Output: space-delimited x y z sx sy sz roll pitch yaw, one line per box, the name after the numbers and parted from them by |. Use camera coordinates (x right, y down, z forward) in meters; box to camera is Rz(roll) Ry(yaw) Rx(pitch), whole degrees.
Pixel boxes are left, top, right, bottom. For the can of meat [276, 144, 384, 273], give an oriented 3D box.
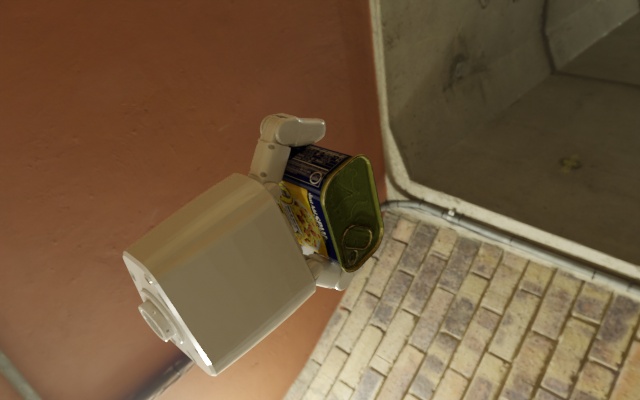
0.000 0.001 0.411 0.084 0.102 0.057 22 51 40 | can of meat
